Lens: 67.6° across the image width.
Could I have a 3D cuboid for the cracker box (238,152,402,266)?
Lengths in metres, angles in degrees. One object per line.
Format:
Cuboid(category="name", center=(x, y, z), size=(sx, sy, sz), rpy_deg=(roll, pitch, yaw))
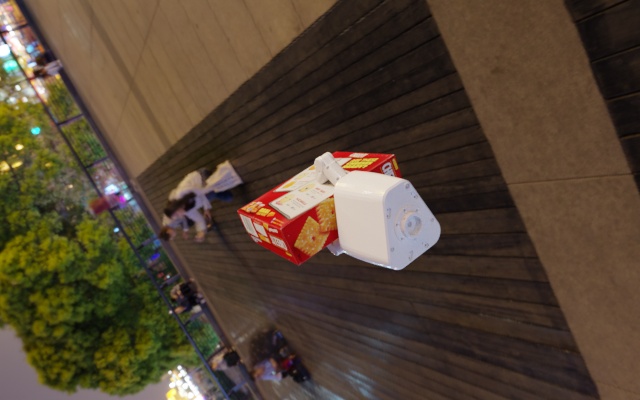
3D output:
Cuboid(category="cracker box", center=(0.000, 0.002, 0.748), size=(0.213, 0.072, 0.164), rpy_deg=(-32, 22, -23))
